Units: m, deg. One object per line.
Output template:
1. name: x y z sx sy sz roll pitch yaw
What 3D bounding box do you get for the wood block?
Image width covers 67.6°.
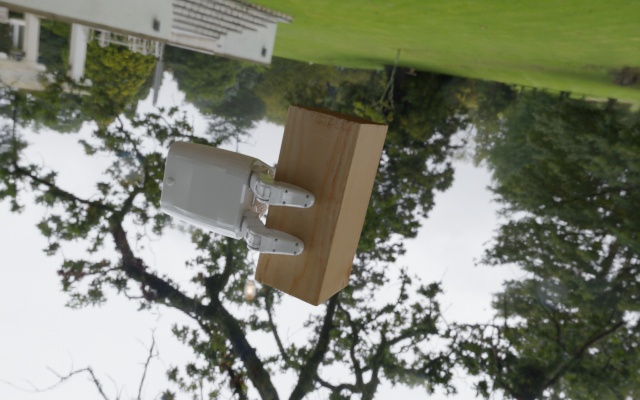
1. wood block: 0.000 0.002 0.557 0.090 0.206 0.091 19 15 22
